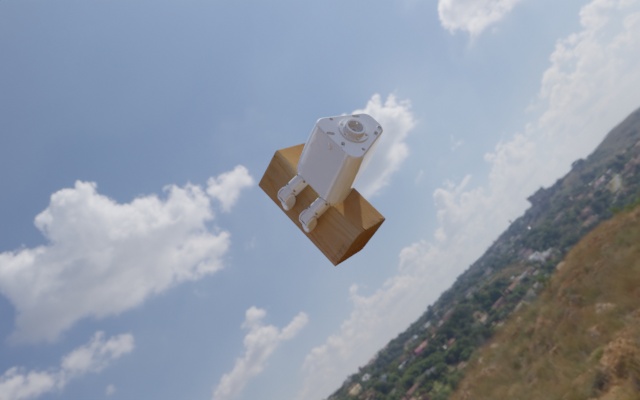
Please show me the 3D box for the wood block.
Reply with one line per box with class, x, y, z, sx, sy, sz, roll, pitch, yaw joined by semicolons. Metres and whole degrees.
wood block;0.000;0.002;0.846;0.206;0.090;0.091;46;38;18
